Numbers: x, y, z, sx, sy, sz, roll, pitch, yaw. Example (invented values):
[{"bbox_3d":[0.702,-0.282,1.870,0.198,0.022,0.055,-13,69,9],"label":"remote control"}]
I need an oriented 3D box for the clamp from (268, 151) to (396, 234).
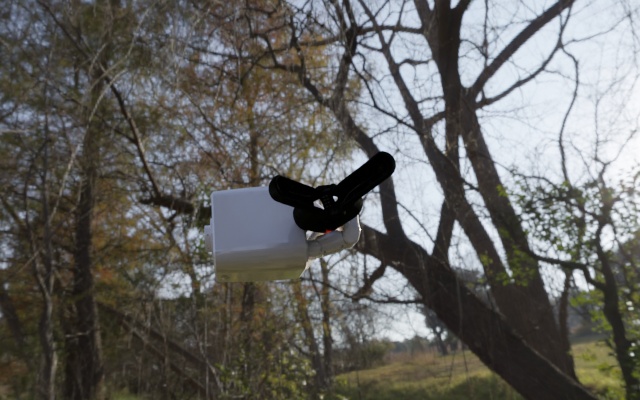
[{"bbox_3d":[0.000,0.001,0.502,0.120,0.039,0.171,-5,-23,-13],"label":"clamp"}]
